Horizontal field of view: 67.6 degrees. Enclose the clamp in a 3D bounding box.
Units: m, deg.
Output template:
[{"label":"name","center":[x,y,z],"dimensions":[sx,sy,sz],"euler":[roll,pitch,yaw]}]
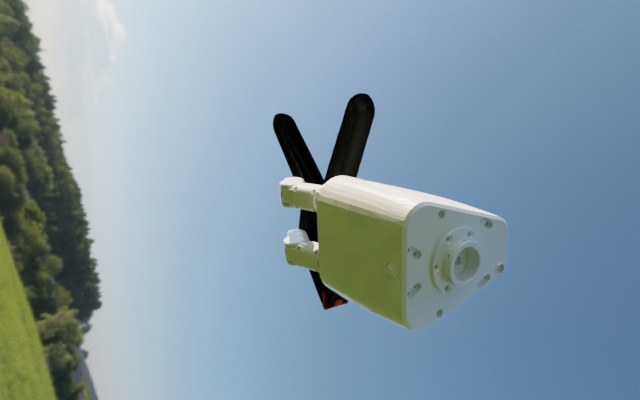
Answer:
[{"label":"clamp","center":[0.001,0.002,0.479],"dimensions":[0.036,0.210,0.164],"euler":[-9,14,-29]}]
